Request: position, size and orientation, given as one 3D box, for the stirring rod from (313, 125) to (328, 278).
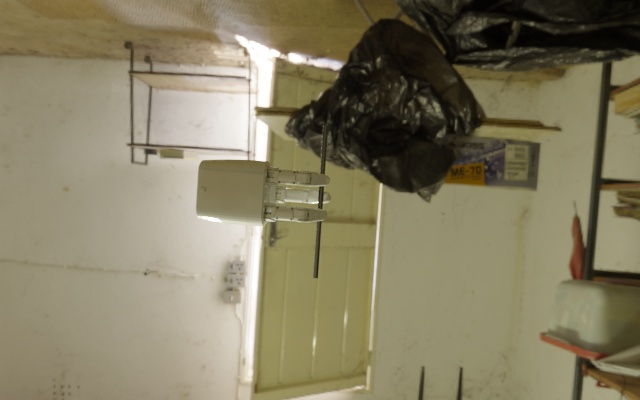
[{"bbox_3d":[0.000,0.002,0.754,0.011,0.239,0.011,4,1,0],"label":"stirring rod"}]
